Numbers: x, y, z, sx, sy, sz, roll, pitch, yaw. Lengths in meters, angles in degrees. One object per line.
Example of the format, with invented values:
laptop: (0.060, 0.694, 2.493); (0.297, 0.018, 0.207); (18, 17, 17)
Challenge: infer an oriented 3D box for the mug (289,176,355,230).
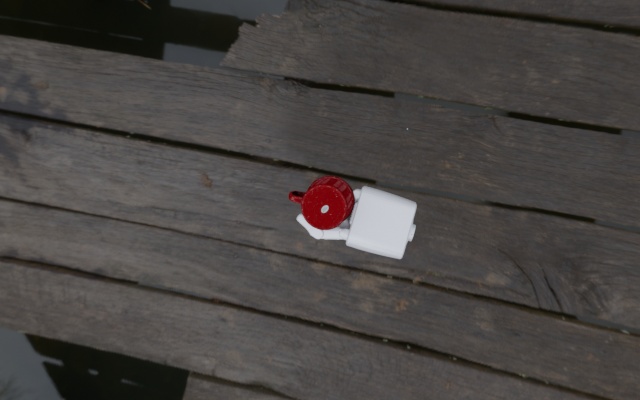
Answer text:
mug: (-0.001, 0.002, 0.848); (0.117, 0.093, 0.081); (16, 11, 6)
